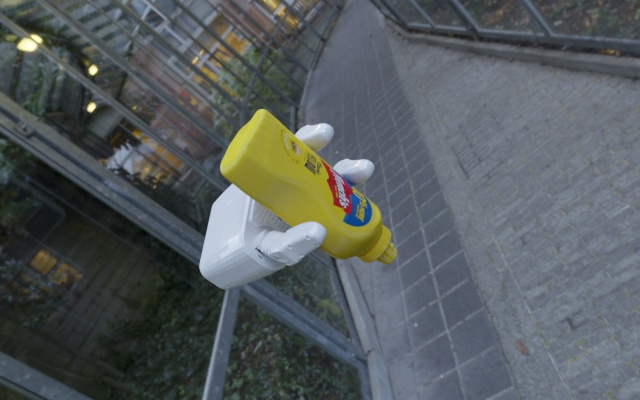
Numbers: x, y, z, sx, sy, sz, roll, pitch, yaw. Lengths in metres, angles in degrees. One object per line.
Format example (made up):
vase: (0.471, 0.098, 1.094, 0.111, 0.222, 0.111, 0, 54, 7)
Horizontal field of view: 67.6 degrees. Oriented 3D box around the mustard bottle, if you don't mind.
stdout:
mustard bottle: (0.000, 0.001, 0.449, 0.192, 0.058, 0.096, 39, 24, -19)
